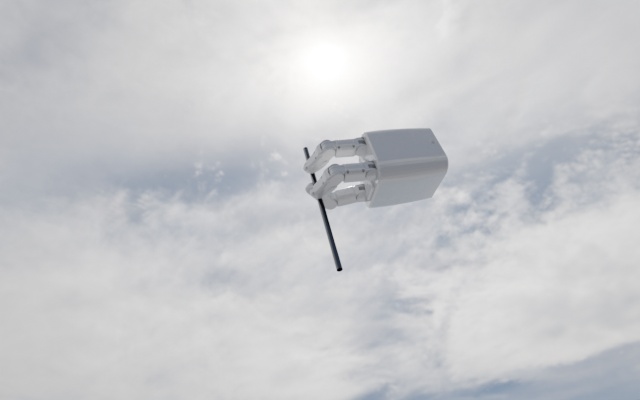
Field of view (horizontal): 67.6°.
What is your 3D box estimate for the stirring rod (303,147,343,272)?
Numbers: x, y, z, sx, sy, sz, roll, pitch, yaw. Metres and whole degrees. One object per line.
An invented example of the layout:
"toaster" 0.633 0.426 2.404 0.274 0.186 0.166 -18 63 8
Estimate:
"stirring rod" 0.000 0.002 0.678 0.011 0.239 0.011 -8 -44 -8
